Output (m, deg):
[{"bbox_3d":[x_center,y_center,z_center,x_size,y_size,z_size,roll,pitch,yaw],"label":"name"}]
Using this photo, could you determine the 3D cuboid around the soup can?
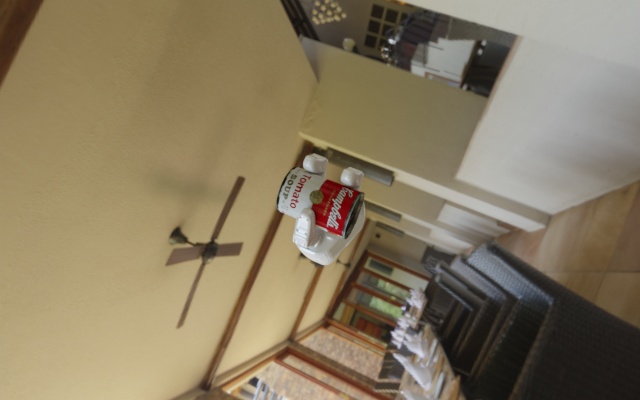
[{"bbox_3d":[0.000,0.002,0.646,0.102,0.068,0.068,22,5,13],"label":"soup can"}]
